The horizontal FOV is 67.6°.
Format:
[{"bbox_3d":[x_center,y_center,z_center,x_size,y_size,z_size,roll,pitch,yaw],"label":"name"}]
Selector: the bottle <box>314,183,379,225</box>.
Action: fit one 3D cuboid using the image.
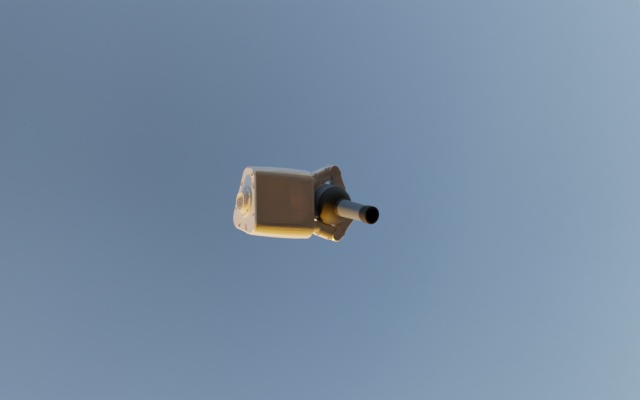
[{"bbox_3d":[0.000,0.003,0.832,0.069,0.069,0.295,0,8,-32],"label":"bottle"}]
